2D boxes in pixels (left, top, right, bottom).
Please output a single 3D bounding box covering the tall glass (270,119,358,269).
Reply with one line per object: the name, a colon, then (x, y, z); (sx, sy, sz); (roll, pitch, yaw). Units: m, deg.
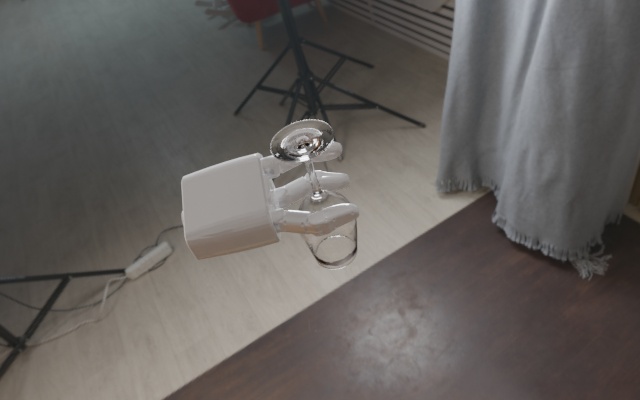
tall glass: (0.000, 0.001, 0.599); (0.079, 0.079, 0.201); (0, -45, 18)
